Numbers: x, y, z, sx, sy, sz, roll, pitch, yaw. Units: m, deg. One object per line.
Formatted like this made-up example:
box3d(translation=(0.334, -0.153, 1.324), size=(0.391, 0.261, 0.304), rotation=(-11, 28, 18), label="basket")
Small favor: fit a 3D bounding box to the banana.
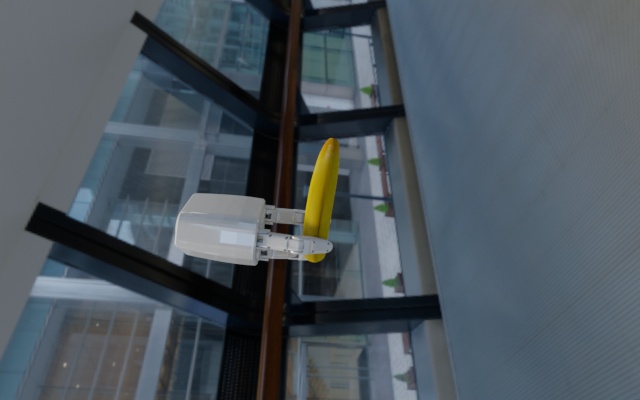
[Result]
box3d(translation=(-0.002, 0.014, 0.665), size=(0.037, 0.198, 0.069), rotation=(8, 28, 1), label="banana")
